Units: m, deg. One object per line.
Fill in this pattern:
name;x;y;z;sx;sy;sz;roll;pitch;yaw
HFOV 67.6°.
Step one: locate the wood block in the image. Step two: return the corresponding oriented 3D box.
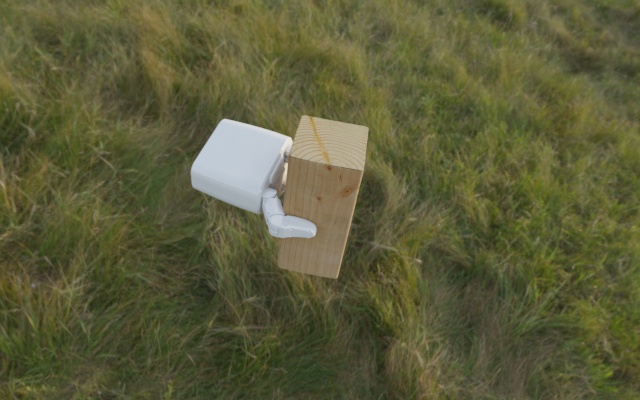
wood block;0.000;0.002;0.647;0.090;0.206;0.090;11;44;2
